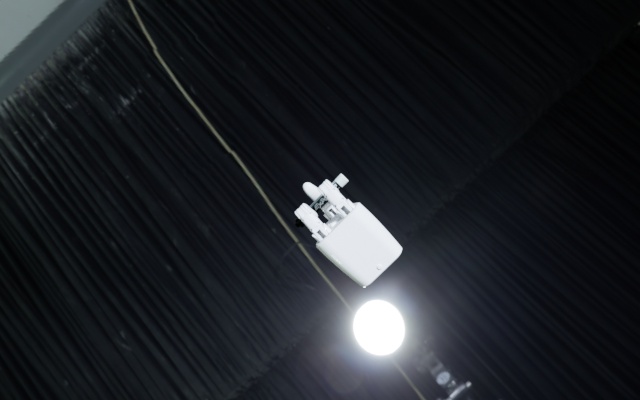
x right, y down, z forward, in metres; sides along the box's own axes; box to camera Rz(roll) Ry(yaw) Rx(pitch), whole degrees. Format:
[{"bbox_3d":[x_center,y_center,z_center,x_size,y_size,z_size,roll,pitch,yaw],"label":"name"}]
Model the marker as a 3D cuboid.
[{"bbox_3d":[0.000,0.003,0.830,0.020,0.121,0.020,43,8,-7],"label":"marker"}]
